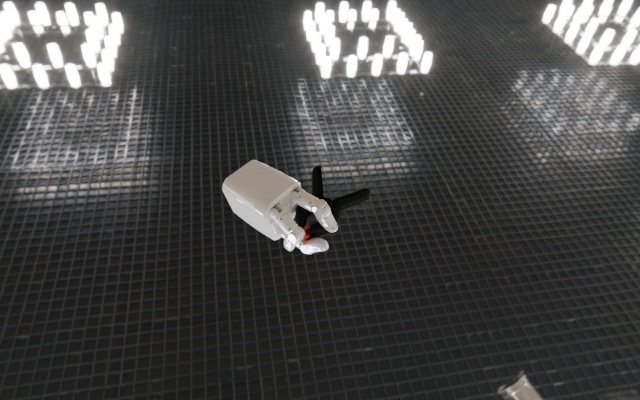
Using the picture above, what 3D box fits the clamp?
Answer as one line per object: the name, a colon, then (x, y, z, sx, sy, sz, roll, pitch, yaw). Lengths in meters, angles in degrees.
clamp: (0.000, 0.003, 0.878, 0.120, 0.039, 0.171, 30, 49, 23)
